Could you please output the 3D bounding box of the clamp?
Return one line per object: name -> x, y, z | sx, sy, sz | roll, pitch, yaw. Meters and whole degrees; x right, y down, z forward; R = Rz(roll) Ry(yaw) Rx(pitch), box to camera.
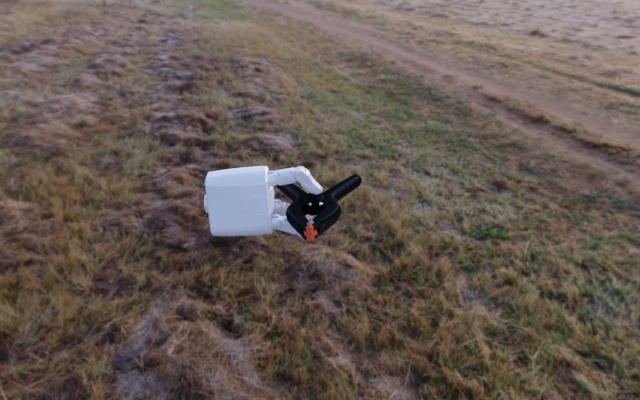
clamp -> 0.000, 0.002, 0.846 | 0.164, 0.036, 0.210 | -6, 28, 0
